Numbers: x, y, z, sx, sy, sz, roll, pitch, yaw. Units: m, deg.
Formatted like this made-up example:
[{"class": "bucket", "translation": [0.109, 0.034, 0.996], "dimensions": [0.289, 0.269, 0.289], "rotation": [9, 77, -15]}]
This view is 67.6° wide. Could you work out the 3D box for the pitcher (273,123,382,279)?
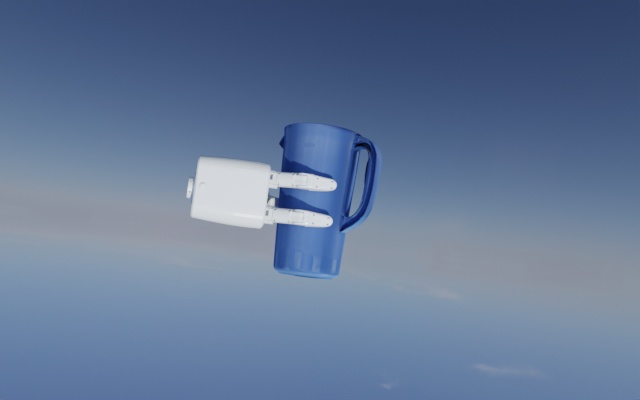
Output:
[{"class": "pitcher", "translation": [0.000, 0.003, 0.779], "dimensions": [0.145, 0.243, 0.149], "rotation": [9, -5, -17]}]
